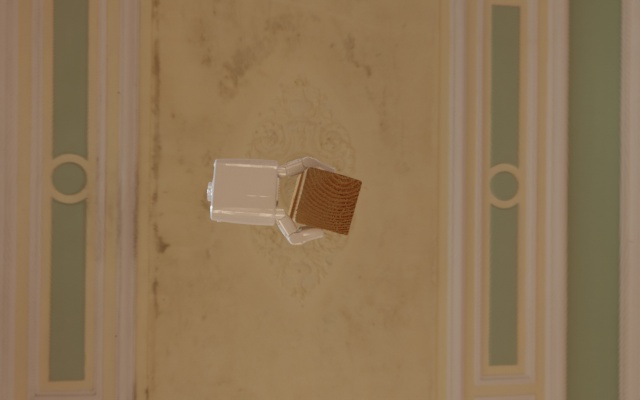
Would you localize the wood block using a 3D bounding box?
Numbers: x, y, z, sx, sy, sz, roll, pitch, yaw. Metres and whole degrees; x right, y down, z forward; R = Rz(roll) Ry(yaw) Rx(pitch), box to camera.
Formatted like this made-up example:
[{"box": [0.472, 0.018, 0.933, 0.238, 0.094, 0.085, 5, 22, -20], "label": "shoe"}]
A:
[{"box": [0.000, 0.002, 0.836, 0.090, 0.091, 0.206, 15, -2, -7], "label": "wood block"}]
